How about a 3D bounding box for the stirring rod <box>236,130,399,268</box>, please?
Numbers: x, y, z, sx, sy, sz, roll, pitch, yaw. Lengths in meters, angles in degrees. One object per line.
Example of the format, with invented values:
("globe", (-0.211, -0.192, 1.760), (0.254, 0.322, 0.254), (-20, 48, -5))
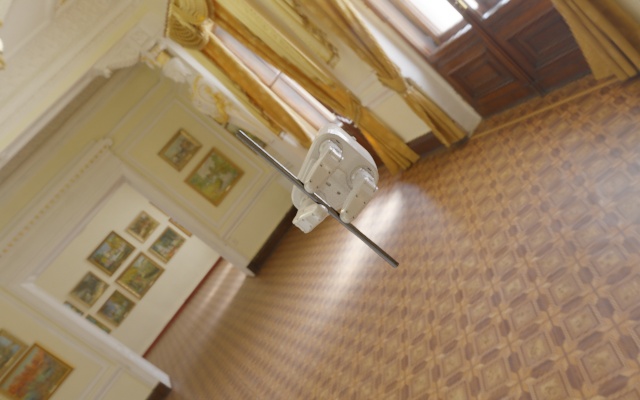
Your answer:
("stirring rod", (0.000, 0.002, 0.546), (0.239, 0.011, 0.011), (40, -9, -11))
